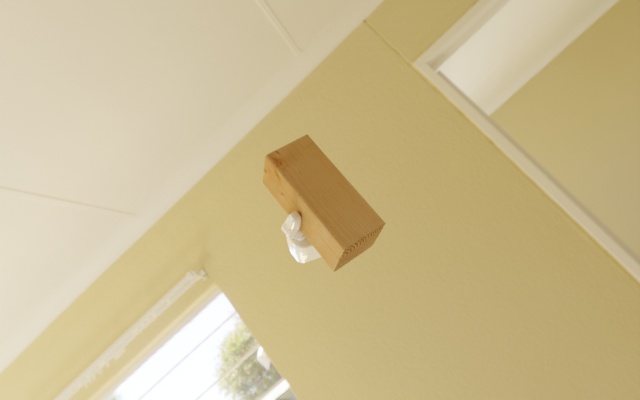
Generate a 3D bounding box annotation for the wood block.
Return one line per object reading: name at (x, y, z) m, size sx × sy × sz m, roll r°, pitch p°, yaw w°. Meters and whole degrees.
wood block at (0.000, 0.003, 0.801) m, size 0.091 × 0.206 × 0.090 m, roll -31°, pitch -20°, yaw -26°
